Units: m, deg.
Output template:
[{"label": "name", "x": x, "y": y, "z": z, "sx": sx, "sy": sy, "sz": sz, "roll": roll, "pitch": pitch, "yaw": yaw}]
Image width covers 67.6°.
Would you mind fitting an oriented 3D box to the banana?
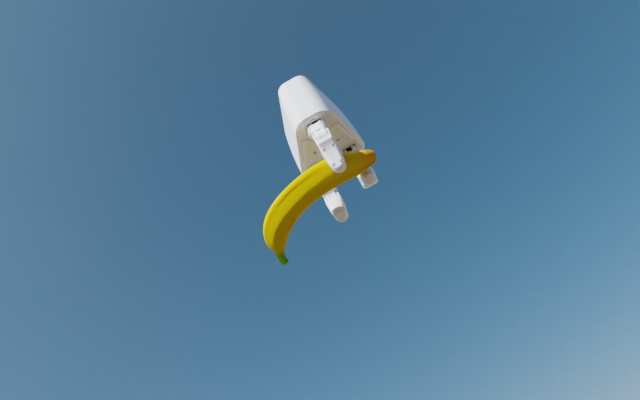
[{"label": "banana", "x": -0.015, "y": -0.002, "z": 0.609, "sx": 0.070, "sy": 0.198, "sz": 0.037, "roll": 26, "pitch": 24, "yaw": -39}]
